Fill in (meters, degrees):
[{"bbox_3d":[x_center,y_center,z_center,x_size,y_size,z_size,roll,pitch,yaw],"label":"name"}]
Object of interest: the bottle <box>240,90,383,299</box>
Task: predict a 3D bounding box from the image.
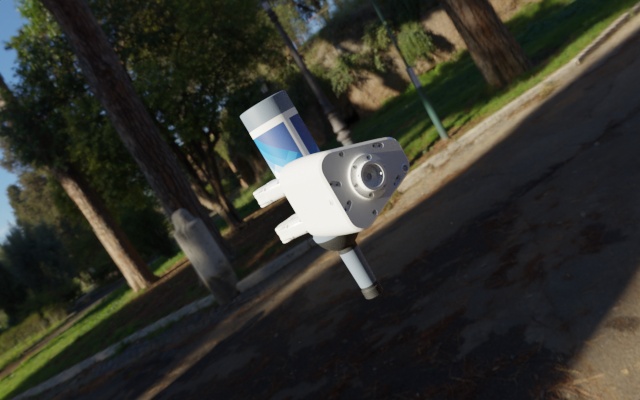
[{"bbox_3d":[0.000,0.002,0.628,0.069,0.296,0.069,-30,9,5],"label":"bottle"}]
